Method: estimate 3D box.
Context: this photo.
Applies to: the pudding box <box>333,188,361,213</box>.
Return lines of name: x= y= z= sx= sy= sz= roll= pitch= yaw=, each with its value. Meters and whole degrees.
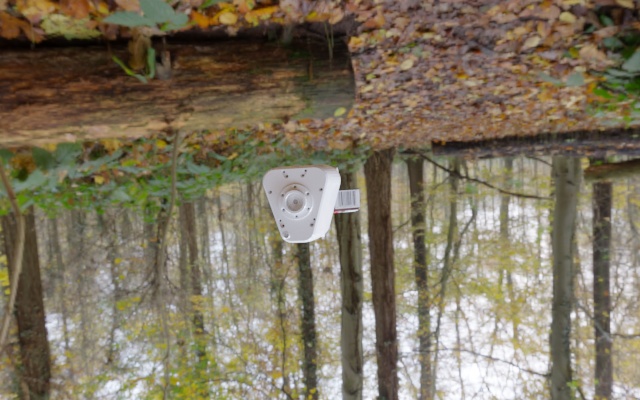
pudding box: x=0.000 y=0.003 z=0.815 sx=0.113 sy=0.039 sz=0.090 roll=-2 pitch=-1 yaw=-18
